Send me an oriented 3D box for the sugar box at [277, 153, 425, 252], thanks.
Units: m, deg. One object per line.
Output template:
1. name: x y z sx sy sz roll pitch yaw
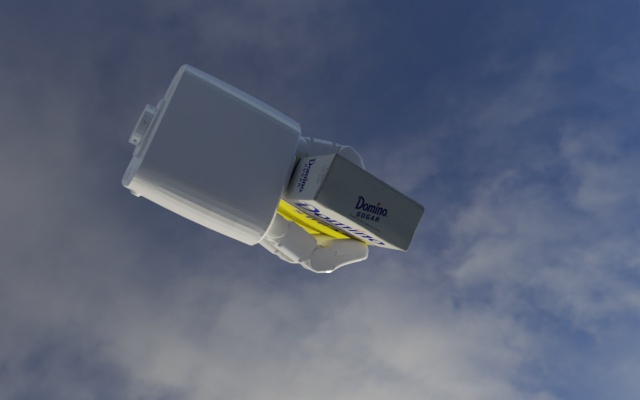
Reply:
1. sugar box: 0.000 0.002 0.430 0.093 0.048 0.176 29 -9 -24
